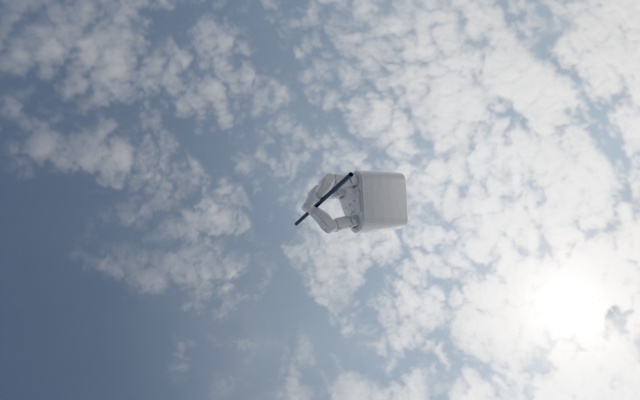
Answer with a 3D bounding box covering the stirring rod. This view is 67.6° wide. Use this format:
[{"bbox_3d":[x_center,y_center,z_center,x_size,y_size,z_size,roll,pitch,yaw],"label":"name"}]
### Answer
[{"bbox_3d":[0.000,0.003,0.851,0.011,0.011,0.240,0,-21,-25],"label":"stirring rod"}]
